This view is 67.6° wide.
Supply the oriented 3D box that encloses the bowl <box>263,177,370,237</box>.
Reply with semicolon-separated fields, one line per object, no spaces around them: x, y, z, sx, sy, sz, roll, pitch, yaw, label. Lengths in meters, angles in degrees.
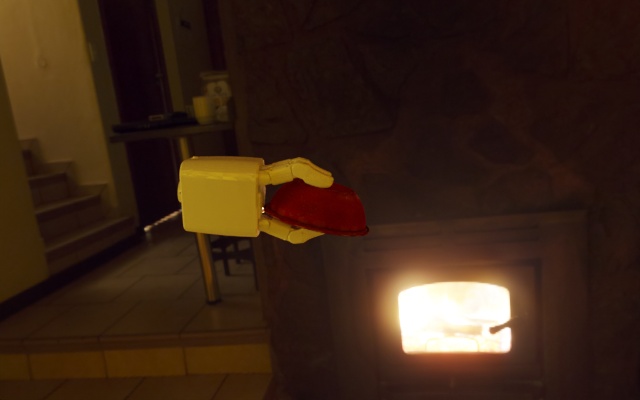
0.001;0.002;0.705;0.162;0.055;0.162;13;10;-2;bowl
